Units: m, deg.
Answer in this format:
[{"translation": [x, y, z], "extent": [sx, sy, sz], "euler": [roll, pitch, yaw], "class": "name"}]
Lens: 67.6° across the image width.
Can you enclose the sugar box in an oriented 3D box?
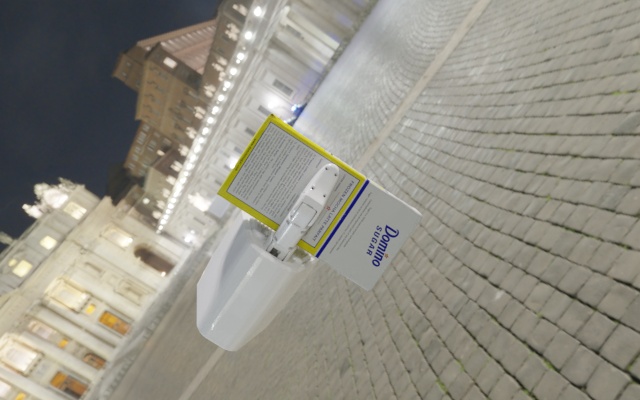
[{"translation": [0.000, 0.002, 0.468], "extent": [0.176, 0.093, 0.048], "euler": [34, 7, -7], "class": "sugar box"}]
